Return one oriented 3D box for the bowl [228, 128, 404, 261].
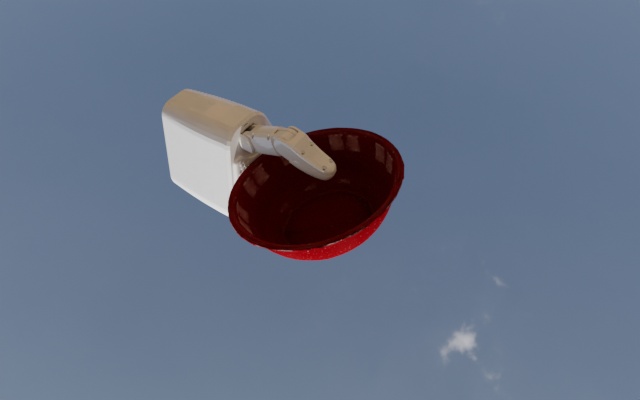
[{"bbox_3d":[0.001,0.002,0.438,0.162,0.055,0.162,-12,40,10],"label":"bowl"}]
